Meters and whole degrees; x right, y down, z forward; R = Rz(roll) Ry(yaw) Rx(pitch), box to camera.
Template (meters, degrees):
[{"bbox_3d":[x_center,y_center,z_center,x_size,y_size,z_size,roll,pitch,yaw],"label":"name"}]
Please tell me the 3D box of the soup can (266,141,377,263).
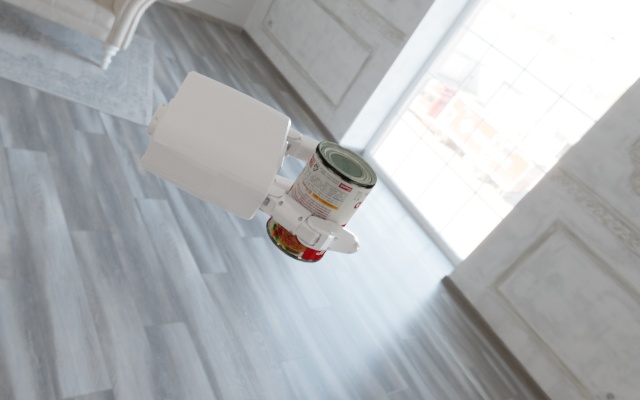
[{"bbox_3d":[0.001,0.002,0.465,0.068,0.102,0.068,27,27,-15],"label":"soup can"}]
